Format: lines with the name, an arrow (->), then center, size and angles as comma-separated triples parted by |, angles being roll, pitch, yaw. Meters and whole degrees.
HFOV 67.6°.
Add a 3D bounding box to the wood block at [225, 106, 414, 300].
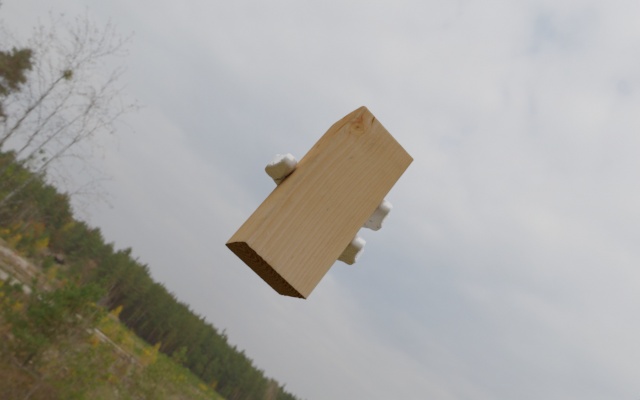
wood block -> 0.000, 0.002, 0.547 | 0.091, 0.206, 0.090 | 45, -21, -13
